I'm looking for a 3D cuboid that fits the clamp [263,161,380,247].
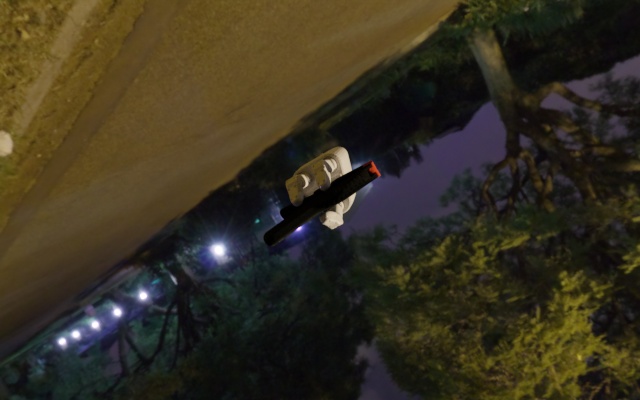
[{"bbox_3d":[0.001,0.003,0.789,0.210,0.036,0.164,-29,10,18],"label":"clamp"}]
